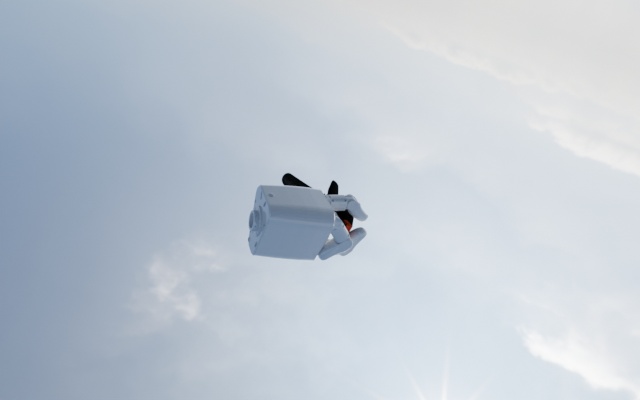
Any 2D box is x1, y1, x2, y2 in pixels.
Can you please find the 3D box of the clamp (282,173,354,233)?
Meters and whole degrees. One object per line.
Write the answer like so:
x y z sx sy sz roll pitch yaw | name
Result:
0.000 0.003 0.847 0.120 0.039 0.171 6 28 -23 | clamp
